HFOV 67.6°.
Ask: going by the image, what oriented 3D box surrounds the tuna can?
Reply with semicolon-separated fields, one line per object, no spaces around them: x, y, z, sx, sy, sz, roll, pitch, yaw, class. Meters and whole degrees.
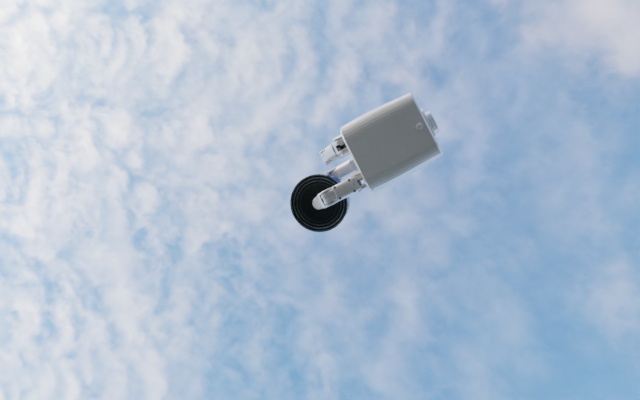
0.000;0.002;0.715;0.086;0.086;0.033;0;8;11;tuna can
